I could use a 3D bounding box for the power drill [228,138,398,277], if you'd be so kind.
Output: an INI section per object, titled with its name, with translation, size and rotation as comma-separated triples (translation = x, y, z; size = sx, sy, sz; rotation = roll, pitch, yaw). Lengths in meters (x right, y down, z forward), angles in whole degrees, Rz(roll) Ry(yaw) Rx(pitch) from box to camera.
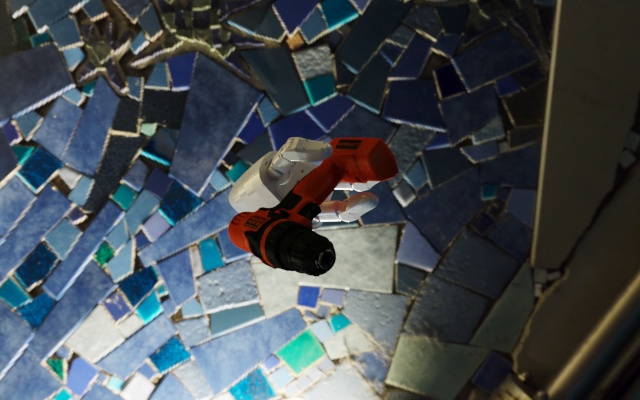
[power drill]
translation = 0.000, 0.001, 0.535
size = 0.187, 0.057, 0.184
rotation = -41, 28, -24
